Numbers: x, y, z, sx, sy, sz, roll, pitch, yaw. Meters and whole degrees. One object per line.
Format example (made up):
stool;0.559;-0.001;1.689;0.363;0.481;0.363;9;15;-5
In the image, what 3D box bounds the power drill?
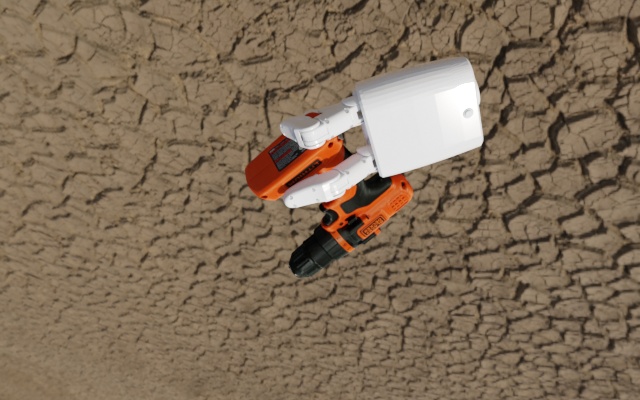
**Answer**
power drill;0.000;0.001;0.545;0.188;0.184;0.057;41;10;-49
